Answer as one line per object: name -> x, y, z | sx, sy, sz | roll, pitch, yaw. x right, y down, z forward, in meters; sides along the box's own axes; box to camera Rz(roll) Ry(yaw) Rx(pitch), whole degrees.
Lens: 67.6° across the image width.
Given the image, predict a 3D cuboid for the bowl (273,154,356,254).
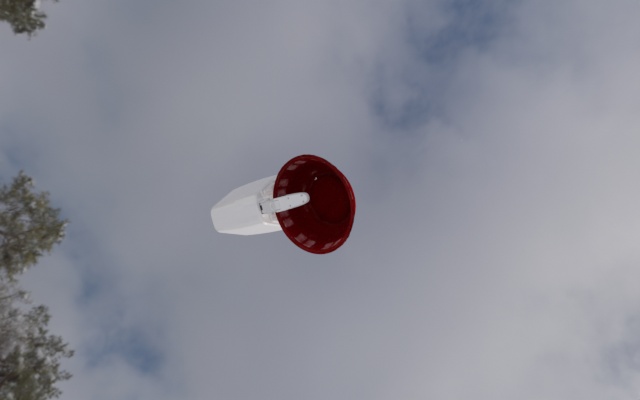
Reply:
bowl -> 0.001, 0.003, 0.774 | 0.162, 0.162, 0.055 | 0, 11, 38
